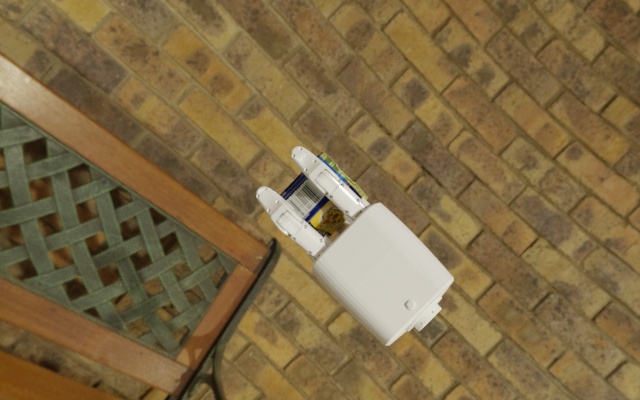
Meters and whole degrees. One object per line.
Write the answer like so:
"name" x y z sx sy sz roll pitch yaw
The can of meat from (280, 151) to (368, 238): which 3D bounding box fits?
"can of meat" 0.000 0.002 0.537 0.057 0.084 0.102 46 3 23
